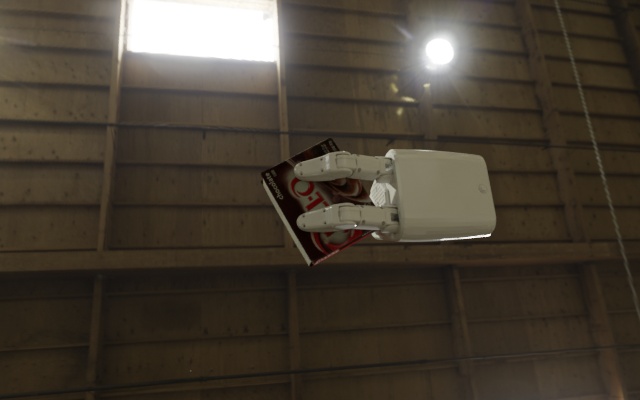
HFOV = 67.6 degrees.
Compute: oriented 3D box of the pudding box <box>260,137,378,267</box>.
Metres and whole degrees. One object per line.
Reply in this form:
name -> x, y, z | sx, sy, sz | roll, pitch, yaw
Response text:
pudding box -> 0.000, 0.002, 0.514 | 0.090, 0.113, 0.039 | -29, -13, -15
